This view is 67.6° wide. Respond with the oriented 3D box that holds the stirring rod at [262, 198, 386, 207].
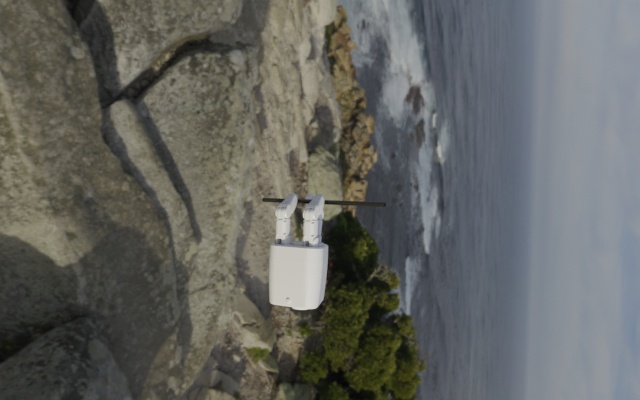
[{"bbox_3d":[0.000,0.003,0.857,0.239,0.011,0.011,2,1,25],"label":"stirring rod"}]
